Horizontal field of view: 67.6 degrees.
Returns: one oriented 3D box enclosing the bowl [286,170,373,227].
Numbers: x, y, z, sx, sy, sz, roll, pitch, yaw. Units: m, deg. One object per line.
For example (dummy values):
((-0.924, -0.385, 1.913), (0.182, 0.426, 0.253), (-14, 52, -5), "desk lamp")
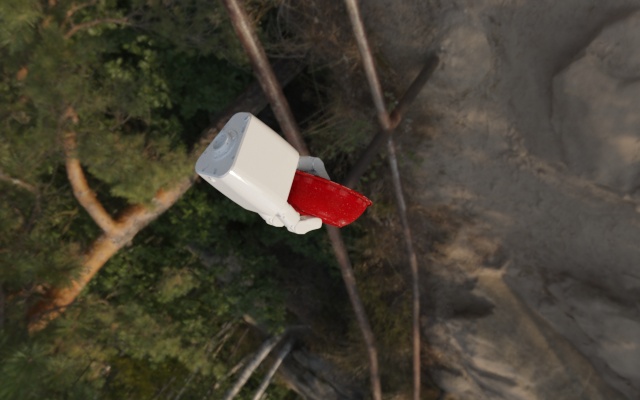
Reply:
((0.001, 0.003, 0.779), (0.162, 0.055, 0.162), (20, -6, 2), "bowl")
